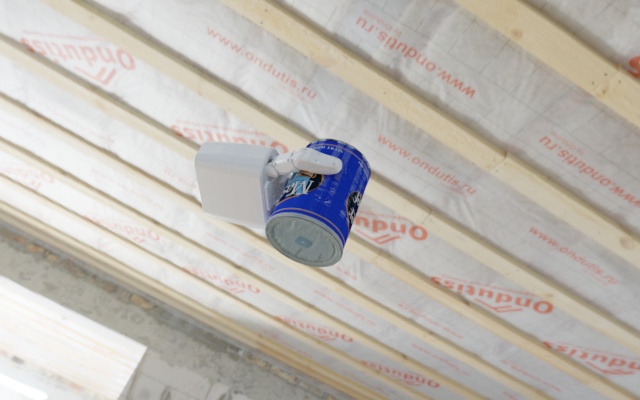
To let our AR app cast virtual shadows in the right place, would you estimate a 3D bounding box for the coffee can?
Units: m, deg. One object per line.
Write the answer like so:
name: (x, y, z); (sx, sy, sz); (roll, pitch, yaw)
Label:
coffee can: (0.000, 0.002, 0.634); (0.103, 0.140, 0.103); (15, -38, 12)
